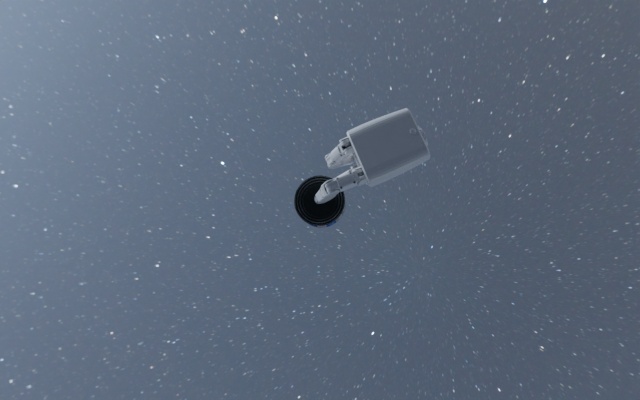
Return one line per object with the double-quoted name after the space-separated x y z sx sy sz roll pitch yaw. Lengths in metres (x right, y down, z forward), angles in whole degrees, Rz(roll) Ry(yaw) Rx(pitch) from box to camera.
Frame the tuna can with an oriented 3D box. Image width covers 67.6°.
0.000 0.003 0.811 0.086 0.086 0.034 0 -10 7 "tuna can"
